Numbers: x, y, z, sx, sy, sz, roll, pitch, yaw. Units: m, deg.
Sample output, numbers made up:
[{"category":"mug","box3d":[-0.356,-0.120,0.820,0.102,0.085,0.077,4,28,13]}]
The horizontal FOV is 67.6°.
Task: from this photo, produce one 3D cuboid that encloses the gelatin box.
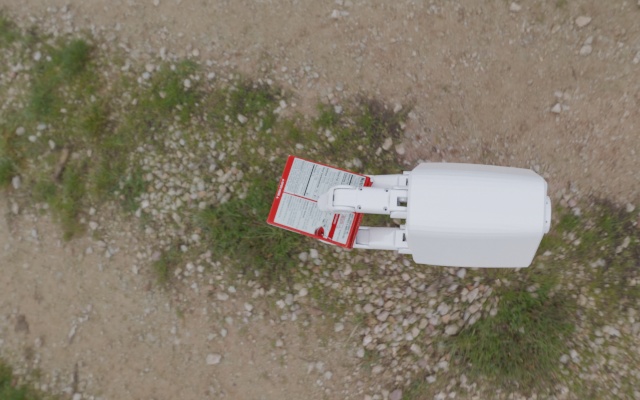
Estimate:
[{"category":"gelatin box","box3d":[0.000,0.001,0.480,0.089,0.073,0.030,16,-5,14]}]
